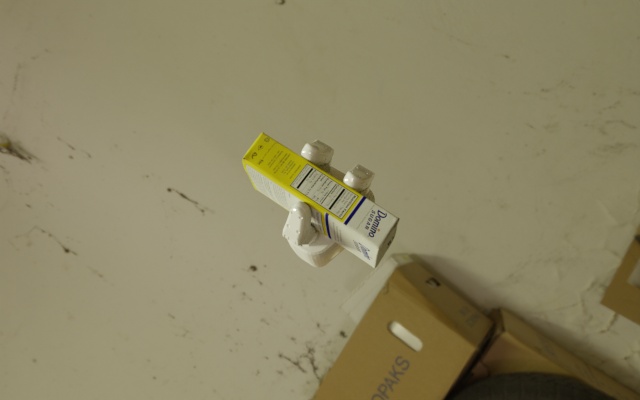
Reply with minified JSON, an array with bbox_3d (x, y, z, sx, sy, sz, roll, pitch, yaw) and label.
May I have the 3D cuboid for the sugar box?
[{"bbox_3d":[0.000,0.001,0.529,0.176,0.048,0.093,31,-15,13],"label":"sugar box"}]
